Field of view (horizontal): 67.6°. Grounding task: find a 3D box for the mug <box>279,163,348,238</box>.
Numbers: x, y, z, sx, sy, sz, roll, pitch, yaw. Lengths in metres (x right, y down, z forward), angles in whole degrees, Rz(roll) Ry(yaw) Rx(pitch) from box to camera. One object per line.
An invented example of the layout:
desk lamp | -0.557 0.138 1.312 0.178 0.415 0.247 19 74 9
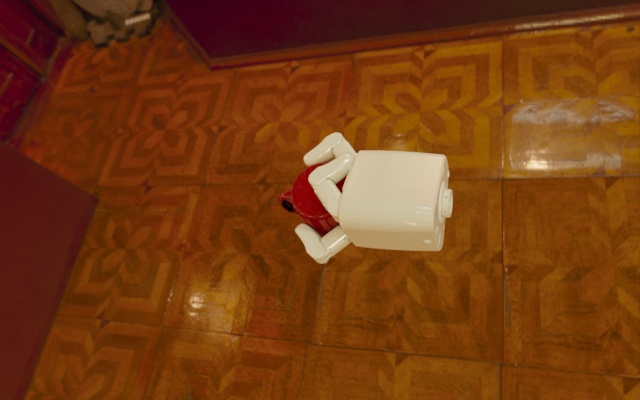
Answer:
mug | -0.001 0.002 0.635 0.117 0.093 0.081 3 -24 22
